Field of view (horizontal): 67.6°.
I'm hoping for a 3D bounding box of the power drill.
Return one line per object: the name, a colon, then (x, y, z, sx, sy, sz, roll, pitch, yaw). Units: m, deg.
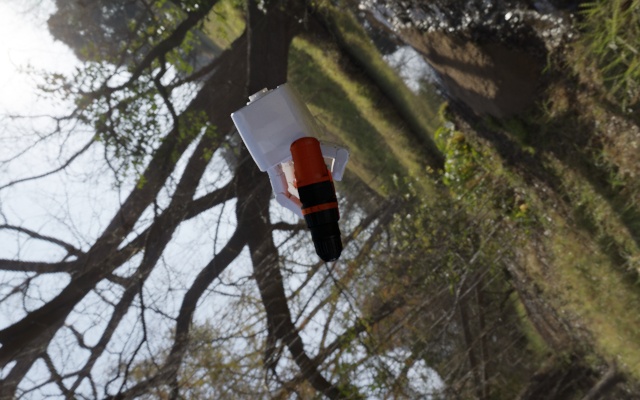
power drill: (0.000, 0.002, 0.758, 0.057, 0.184, 0.187, -12, -4, 1)
